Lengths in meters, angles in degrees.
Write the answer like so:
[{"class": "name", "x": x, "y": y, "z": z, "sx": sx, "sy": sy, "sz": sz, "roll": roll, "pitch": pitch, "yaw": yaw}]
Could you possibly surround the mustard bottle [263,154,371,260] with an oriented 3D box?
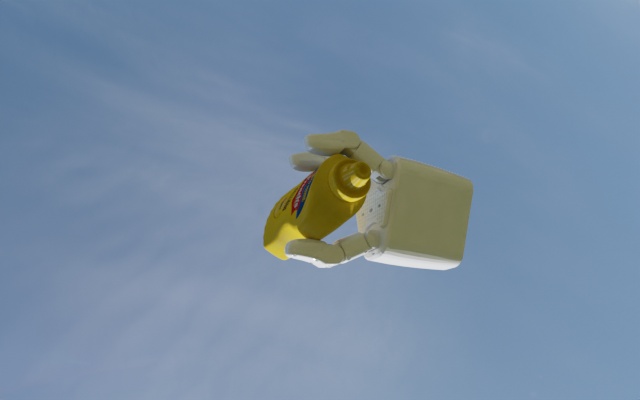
[{"class": "mustard bottle", "x": 0.000, "y": 0.002, "z": 0.515, "sx": 0.058, "sy": 0.096, "sz": 0.192, "roll": 35, "pitch": -29, "yaw": -11}]
